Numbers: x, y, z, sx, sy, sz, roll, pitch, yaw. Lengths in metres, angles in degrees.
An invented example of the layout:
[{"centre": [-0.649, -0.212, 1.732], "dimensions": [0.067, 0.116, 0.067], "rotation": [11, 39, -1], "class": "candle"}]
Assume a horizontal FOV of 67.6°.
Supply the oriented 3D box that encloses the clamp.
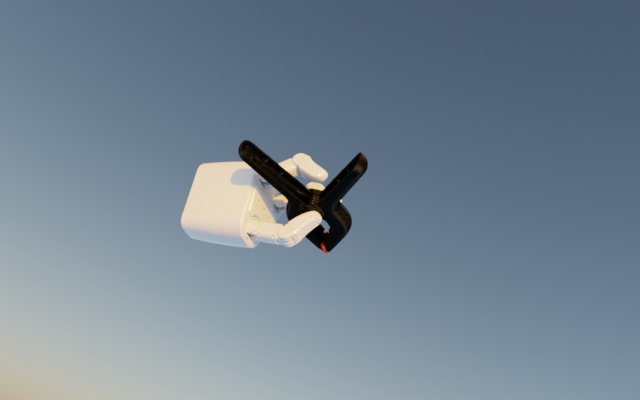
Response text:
[{"centre": [0.000, 0.003, 0.630], "dimensions": [0.164, 0.036, 0.210], "rotation": [5, -38, 26], "class": "clamp"}]
